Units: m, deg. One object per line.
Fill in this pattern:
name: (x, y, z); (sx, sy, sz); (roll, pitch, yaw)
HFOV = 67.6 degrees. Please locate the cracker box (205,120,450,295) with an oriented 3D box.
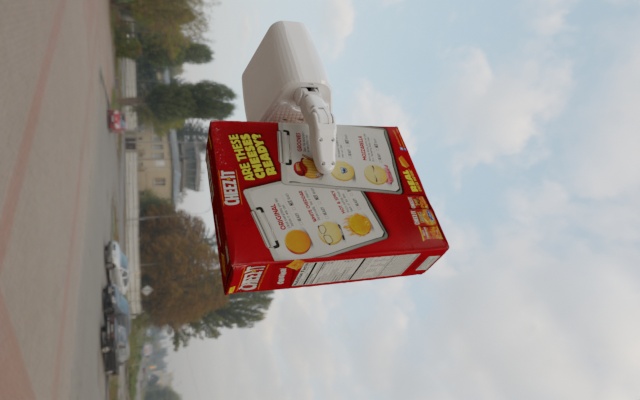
cracker box: (0.000, 0.001, 0.488); (0.214, 0.164, 0.072); (-2, -34, -20)
